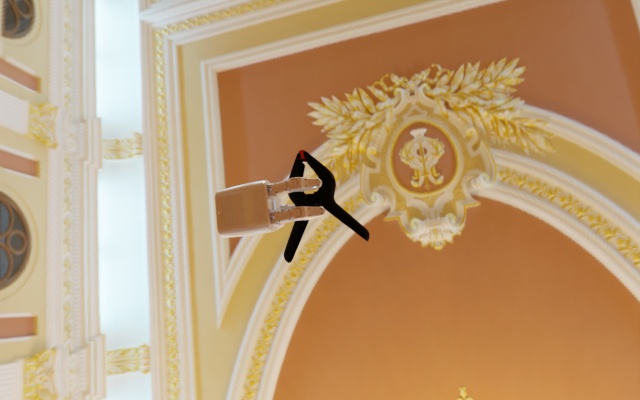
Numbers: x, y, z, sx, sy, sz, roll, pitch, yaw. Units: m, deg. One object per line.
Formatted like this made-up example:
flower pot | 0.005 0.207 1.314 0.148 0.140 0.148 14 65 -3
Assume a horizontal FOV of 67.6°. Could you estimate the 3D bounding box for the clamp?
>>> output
clamp | 0.000 0.003 0.901 0.164 0.210 0.036 -9 -13 10
